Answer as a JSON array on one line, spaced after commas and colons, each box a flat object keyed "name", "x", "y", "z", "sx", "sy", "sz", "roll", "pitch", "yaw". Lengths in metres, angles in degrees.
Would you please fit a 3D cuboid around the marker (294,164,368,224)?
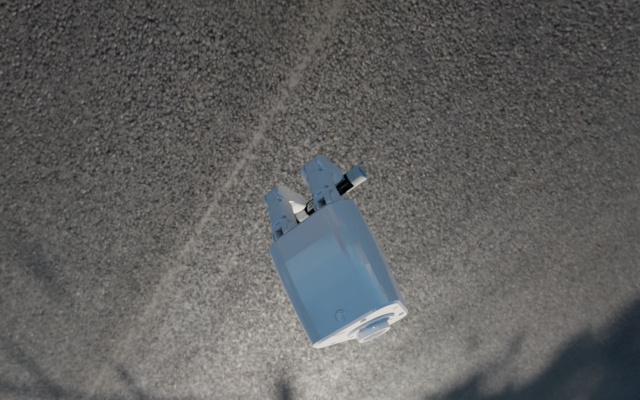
[{"name": "marker", "x": 0.000, "y": 0.002, "z": 0.535, "sx": 0.121, "sy": 0.020, "sz": 0.020, "roll": -36, "pitch": -15, "yaw": 22}]
